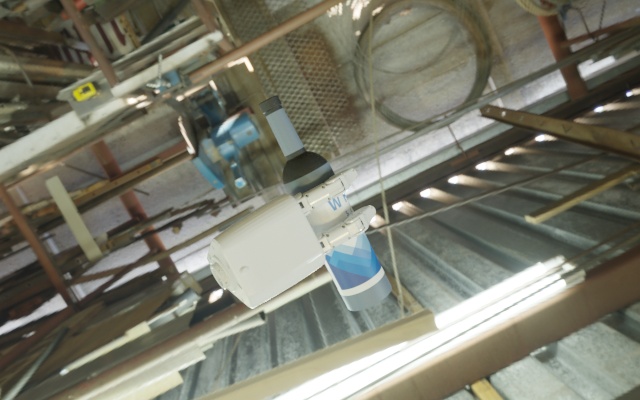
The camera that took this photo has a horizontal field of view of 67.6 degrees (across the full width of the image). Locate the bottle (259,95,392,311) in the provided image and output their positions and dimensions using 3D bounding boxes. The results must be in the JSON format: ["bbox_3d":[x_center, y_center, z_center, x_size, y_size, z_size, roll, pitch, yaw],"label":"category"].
[{"bbox_3d":[0.000,0.002,0.626,0.069,0.296,0.069,-27,9,4],"label":"bottle"}]
